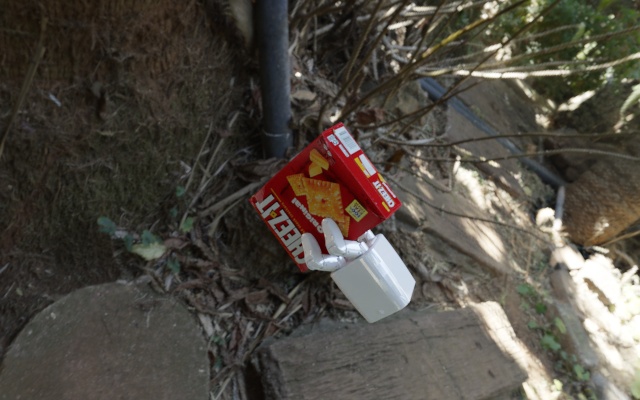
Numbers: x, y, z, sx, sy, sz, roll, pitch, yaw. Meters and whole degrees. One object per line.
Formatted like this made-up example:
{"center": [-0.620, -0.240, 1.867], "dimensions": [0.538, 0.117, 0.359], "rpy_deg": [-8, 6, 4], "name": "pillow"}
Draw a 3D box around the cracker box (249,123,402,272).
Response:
{"center": [0.000, 0.002, 0.790], "dimensions": [0.214, 0.164, 0.072], "rpy_deg": [-37, -2, 38], "name": "cracker box"}
